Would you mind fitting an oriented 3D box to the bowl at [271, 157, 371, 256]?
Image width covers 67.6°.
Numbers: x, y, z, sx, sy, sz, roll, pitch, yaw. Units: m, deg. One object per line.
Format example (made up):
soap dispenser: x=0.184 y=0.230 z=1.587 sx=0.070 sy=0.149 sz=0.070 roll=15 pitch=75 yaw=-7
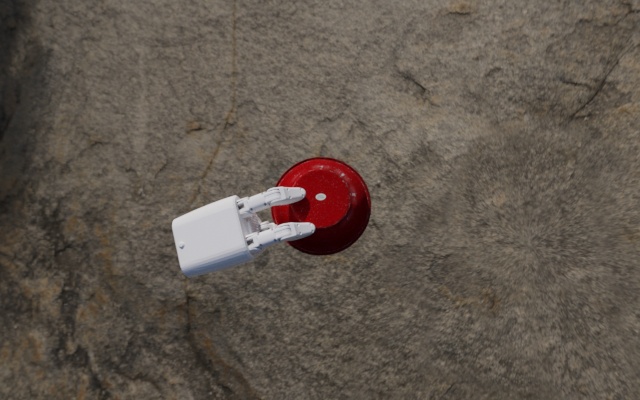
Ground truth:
bowl: x=0.001 y=0.002 z=0.740 sx=0.162 sy=0.162 sz=0.055 roll=0 pitch=-12 yaw=1
